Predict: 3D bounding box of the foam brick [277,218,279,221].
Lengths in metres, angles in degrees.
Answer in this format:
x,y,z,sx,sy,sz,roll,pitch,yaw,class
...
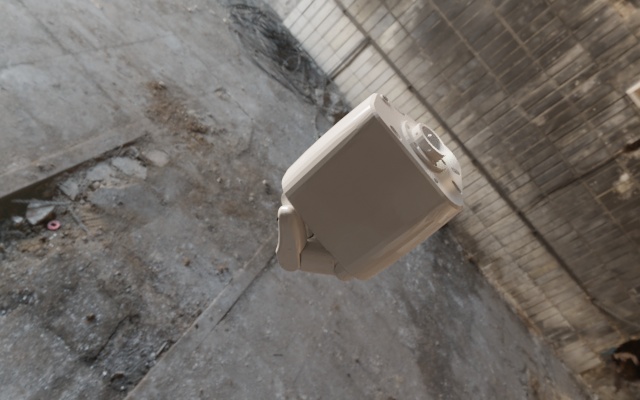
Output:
x,y,z,sx,sy,sz,roll,pitch,yaw,class
0.000,0.001,0.483,0.051,0.053,0.078,-43,14,31,foam brick
